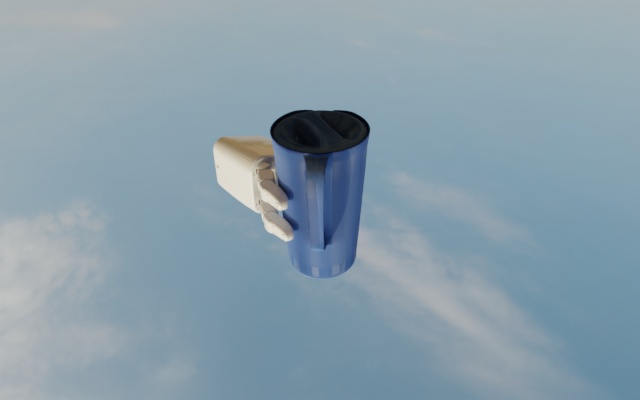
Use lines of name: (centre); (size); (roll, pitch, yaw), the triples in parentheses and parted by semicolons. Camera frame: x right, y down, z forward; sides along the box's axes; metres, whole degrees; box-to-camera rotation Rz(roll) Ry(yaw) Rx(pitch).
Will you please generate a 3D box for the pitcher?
pitcher: (0.000, 0.002, 0.694); (0.149, 0.243, 0.145); (-29, 44, -33)
